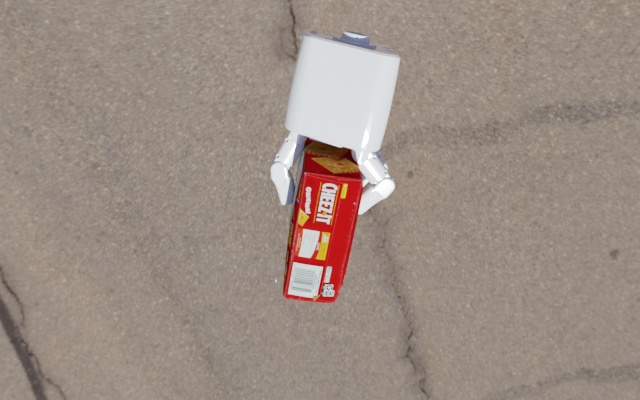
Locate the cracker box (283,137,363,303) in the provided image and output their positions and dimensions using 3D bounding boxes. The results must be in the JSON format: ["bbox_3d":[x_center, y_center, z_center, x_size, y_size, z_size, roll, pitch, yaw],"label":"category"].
[{"bbox_3d":[0.000,0.002,0.617,0.072,0.164,0.213,8,25,-4],"label":"cracker box"}]
